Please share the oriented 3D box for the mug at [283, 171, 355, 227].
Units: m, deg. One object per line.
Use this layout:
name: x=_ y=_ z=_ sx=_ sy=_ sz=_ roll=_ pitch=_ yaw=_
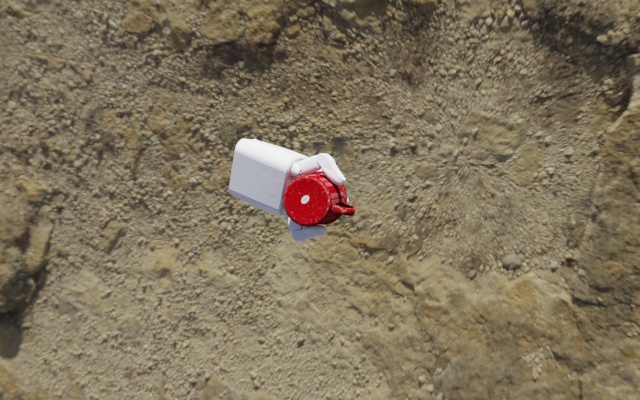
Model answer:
mug: x=0.001 y=0.003 z=0.780 sx=0.117 sy=0.093 sz=0.081 roll=21 pitch=10 yaw=15
